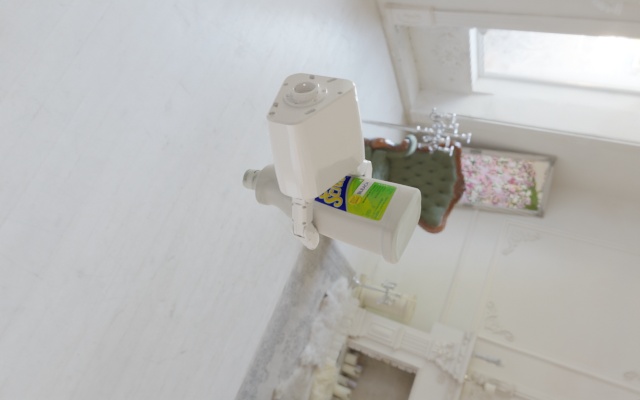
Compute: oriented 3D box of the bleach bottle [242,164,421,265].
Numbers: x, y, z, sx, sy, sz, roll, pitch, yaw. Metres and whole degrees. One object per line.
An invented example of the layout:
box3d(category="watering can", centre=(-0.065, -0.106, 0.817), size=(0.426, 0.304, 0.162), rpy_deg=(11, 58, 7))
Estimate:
box3d(category="bleach bottle", centre=(0.000, 0.002, 0.642), size=(0.251, 0.068, 0.102), rpy_deg=(15, 48, 25))
